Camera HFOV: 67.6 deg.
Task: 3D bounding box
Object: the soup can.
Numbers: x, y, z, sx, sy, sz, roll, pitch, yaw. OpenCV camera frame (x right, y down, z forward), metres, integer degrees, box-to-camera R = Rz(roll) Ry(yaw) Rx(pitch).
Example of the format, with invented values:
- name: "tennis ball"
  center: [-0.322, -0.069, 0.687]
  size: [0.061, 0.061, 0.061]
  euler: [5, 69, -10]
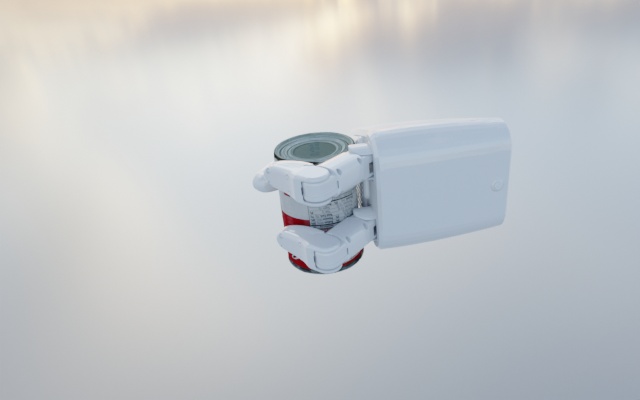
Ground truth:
- name: "soup can"
  center: [0.000, 0.001, 0.402]
  size: [0.068, 0.102, 0.068]
  euler: [-5, 27, 3]
